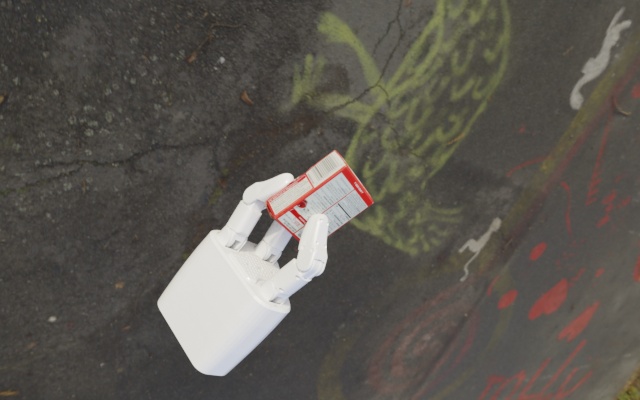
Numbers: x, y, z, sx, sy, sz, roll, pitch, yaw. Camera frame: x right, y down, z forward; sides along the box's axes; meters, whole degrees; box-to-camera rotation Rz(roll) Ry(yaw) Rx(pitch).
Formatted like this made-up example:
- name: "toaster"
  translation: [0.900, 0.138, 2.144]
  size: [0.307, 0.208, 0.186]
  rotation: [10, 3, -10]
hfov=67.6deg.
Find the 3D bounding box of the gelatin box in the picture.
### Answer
- name: "gelatin box"
  translation: [0.001, 0.002, 0.484]
  size: [0.089, 0.030, 0.073]
  rotation: [-36, -41, 6]
